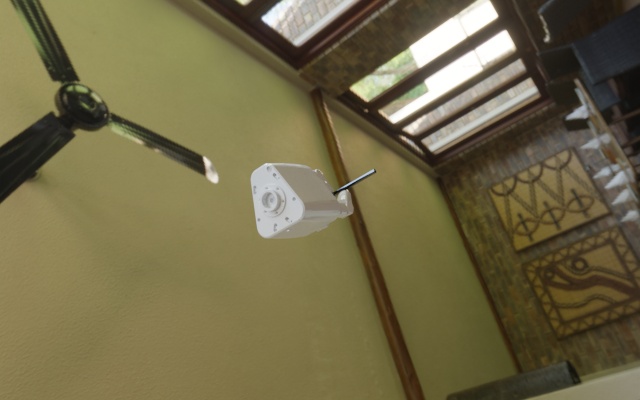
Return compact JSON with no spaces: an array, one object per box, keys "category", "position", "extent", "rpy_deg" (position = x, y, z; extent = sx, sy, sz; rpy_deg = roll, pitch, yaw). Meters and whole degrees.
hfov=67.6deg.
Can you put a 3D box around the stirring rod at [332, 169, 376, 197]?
[{"category":"stirring rod","position":[0.000,0.003,0.871],"extent":[0.239,0.011,0.011],"rpy_deg":[-30,-15,27]}]
